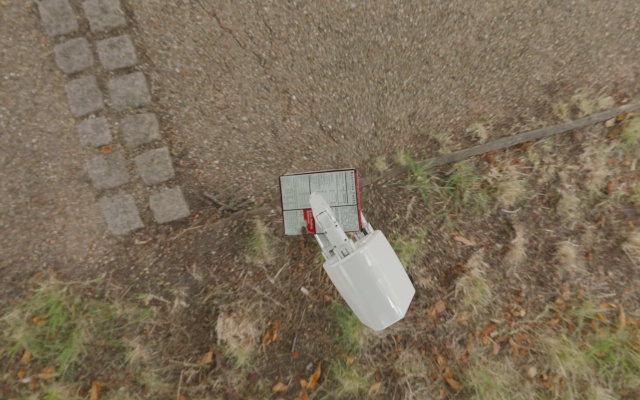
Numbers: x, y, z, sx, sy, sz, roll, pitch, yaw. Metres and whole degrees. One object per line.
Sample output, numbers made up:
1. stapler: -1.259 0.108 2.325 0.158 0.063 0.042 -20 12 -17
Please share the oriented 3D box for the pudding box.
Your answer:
1. pudding box: 0.000 0.002 0.679 0.113 0.090 0.039 -4 3 6
